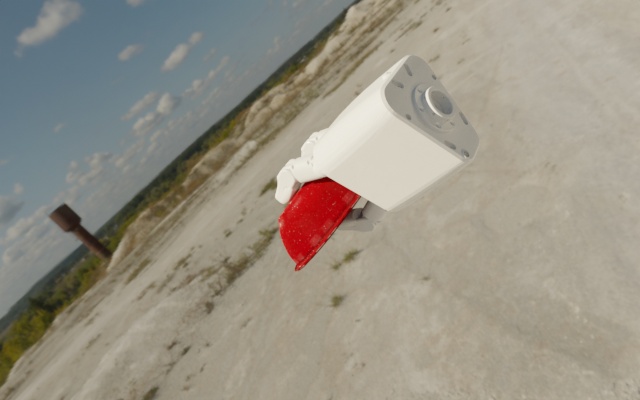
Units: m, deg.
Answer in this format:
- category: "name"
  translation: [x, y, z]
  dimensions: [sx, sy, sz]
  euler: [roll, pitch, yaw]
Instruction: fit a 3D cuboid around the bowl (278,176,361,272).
- category: "bowl"
  translation: [-0.001, 0.002, 0.554]
  dimensions: [0.055, 0.162, 0.162]
  euler: [37, -1, -2]
